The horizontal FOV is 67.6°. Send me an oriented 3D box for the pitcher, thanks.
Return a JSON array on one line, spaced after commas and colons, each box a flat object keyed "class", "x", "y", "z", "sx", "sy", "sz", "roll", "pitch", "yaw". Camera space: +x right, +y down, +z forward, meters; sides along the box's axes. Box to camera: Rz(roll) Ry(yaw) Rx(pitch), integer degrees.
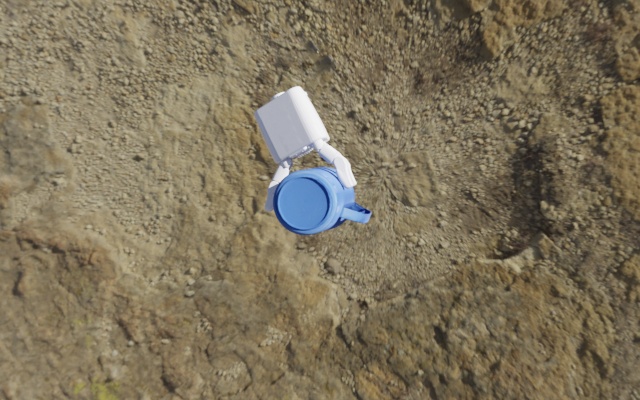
[{"class": "pitcher", "x": 0.000, "y": 0.003, "z": 0.891, "sx": 0.149, "sy": 0.145, "sz": 0.243, "roll": -24, "pitch": -1, "yaw": 8}]
